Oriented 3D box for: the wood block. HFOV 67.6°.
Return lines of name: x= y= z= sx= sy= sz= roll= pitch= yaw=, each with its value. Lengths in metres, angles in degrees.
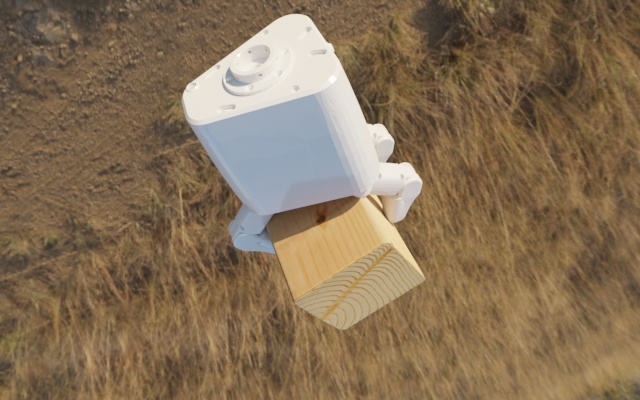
wood block: x=0.000 y=0.002 z=0.451 sx=0.091 sy=0.206 sz=0.090 roll=-34 pitch=-40 yaw=11
